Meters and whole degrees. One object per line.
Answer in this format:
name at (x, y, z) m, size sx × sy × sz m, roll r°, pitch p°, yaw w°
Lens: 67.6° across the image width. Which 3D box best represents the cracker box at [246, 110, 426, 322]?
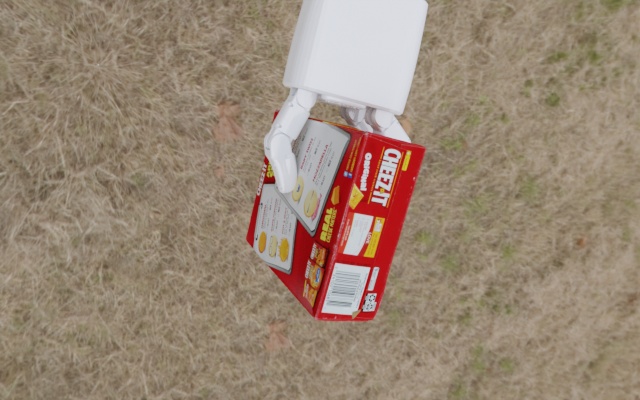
cracker box at (0.000, 0.002, 0.490) m, size 0.072 × 0.164 × 0.213 m, roll 10°, pitch 10°, yaw -27°
